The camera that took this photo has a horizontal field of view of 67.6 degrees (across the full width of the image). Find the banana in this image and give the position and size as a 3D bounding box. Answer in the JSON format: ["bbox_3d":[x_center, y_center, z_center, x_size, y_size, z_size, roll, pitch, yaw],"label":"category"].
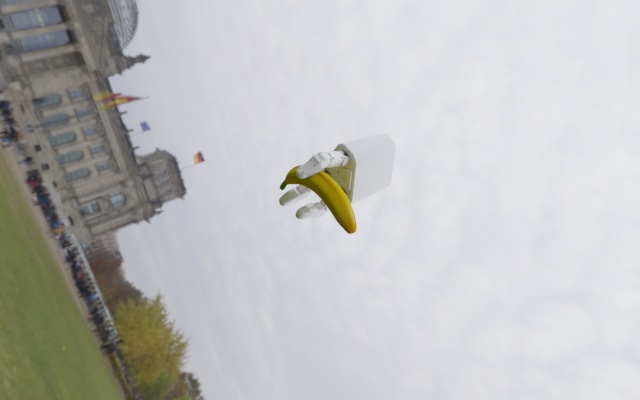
[{"bbox_3d":[-0.001,-0.015,0.814,0.037,0.070,0.197,-17,35,-35],"label":"banana"}]
